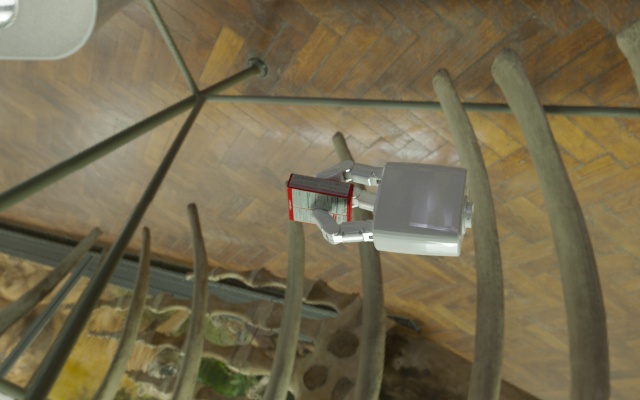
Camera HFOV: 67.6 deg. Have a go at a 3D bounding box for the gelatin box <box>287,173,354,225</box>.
[{"bbox_3d":[0.000,0.002,0.663,0.089,0.030,0.073,9,-39,8],"label":"gelatin box"}]
